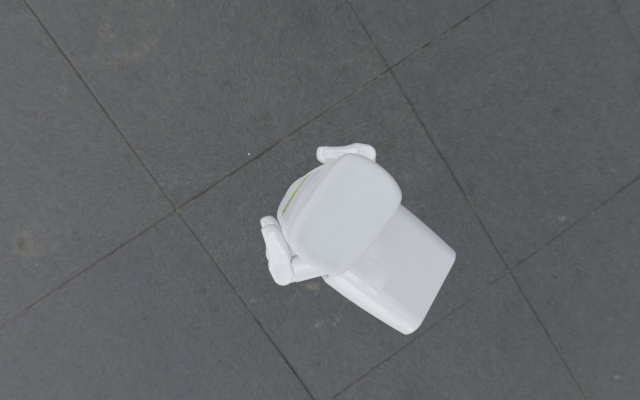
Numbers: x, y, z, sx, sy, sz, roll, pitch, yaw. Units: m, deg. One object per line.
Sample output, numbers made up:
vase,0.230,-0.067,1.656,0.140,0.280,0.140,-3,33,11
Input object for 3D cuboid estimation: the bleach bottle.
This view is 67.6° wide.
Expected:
bleach bottle,0.000,0.002,0.503,0.068,0.102,0.251,37,-1,-10
